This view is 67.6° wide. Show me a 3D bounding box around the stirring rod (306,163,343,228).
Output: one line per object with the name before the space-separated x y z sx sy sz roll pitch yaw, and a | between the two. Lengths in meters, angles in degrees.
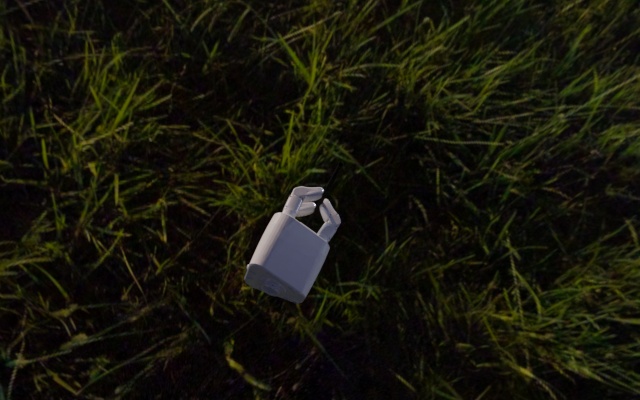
stirring rod | 0.000 0.003 0.860 0.011 0.011 0.240 0 -30 -18
